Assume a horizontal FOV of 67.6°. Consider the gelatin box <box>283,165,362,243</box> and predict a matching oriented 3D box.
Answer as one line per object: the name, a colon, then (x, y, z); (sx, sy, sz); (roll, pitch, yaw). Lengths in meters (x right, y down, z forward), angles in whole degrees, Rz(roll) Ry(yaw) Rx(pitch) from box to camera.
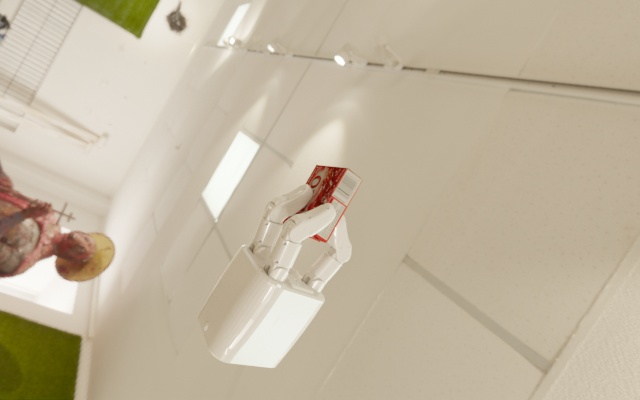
gelatin box: (0.001, 0.002, 0.570); (0.030, 0.089, 0.073); (36, -11, -28)
